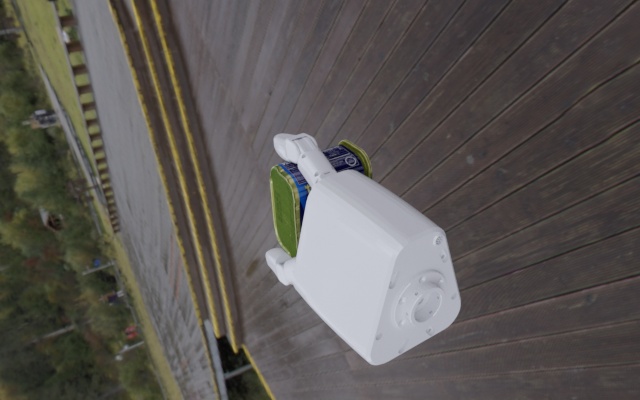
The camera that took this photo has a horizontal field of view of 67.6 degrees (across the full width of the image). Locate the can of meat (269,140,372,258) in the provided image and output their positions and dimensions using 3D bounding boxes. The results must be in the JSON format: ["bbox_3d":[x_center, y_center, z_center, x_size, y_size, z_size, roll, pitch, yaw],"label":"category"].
[{"bbox_3d":[0.000,0.002,0.469,0.084,0.102,0.057,-20,38,-25],"label":"can of meat"}]
